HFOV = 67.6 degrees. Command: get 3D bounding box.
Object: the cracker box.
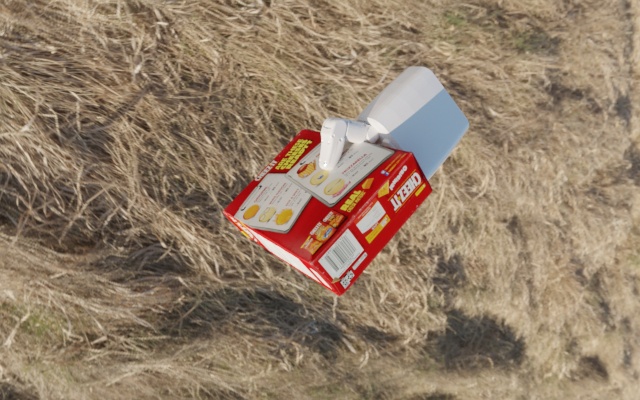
[{"bbox_3d":[0.000,0.002,0.580,0.213,0.164,0.072,22,-26,52],"label":"cracker box"}]
